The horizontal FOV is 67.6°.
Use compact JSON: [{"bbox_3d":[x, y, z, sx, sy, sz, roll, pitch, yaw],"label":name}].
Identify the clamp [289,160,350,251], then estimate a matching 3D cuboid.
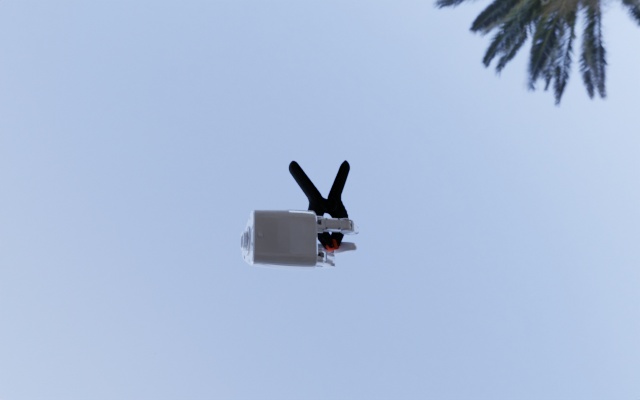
[{"bbox_3d":[0.000,0.003,0.849,0.120,0.171,0.039,4,-18,-18],"label":"clamp"}]
